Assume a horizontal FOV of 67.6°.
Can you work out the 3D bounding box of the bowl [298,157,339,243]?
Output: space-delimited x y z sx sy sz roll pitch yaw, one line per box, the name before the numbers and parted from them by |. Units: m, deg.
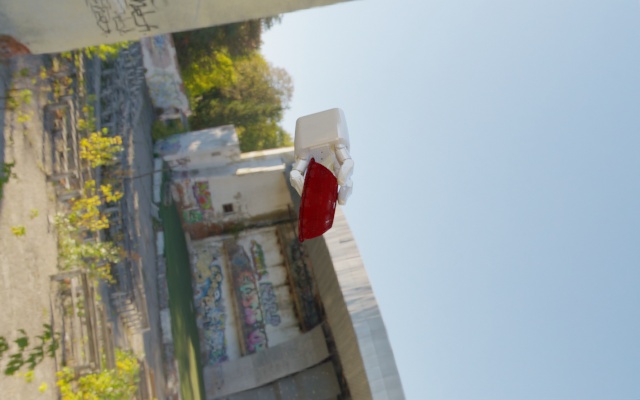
bowl | 0.000 0.004 0.890 0.055 0.162 0.162 8 1 6
